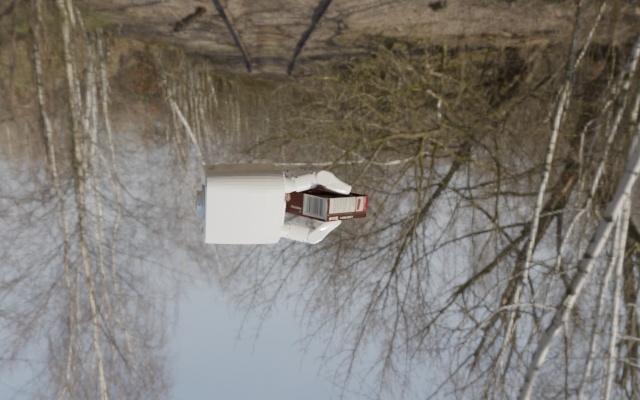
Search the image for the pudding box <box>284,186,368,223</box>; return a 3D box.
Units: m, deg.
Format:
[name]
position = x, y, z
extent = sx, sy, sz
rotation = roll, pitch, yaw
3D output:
[pudding box]
position = 0.000, 0.003, 0.716
extent = 0.113, 0.039, 0.090
rotation = 15, 14, 43
